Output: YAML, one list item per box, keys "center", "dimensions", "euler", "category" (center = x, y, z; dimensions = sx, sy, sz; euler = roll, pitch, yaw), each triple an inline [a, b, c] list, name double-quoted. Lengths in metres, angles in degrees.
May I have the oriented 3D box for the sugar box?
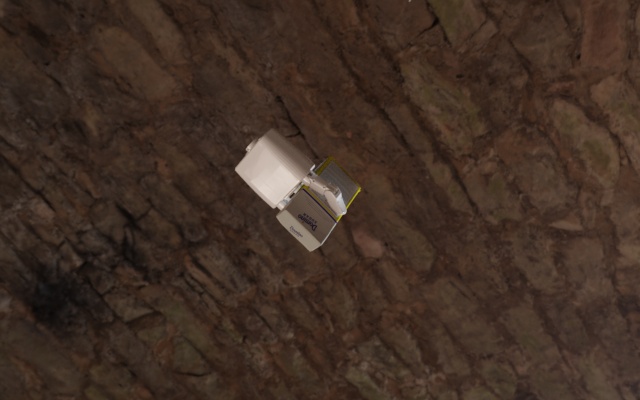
- center: [0.000, 0.003, 0.899]
  dimensions: [0.048, 0.093, 0.176]
  euler: [-35, 12, 50]
  category: "sugar box"
